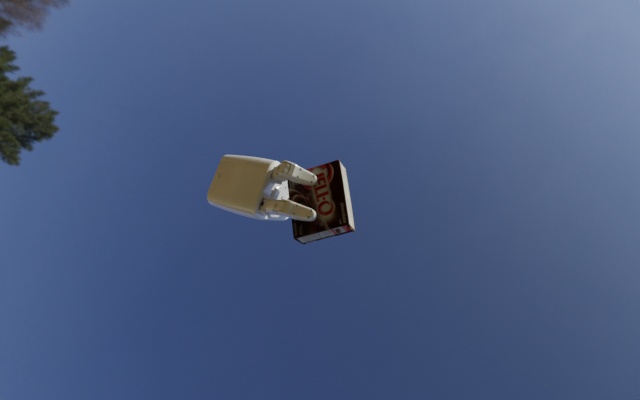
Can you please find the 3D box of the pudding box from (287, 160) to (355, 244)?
[{"bbox_3d":[0.000,0.002,0.734,0.090,0.113,0.039,-16,-25,17],"label":"pudding box"}]
